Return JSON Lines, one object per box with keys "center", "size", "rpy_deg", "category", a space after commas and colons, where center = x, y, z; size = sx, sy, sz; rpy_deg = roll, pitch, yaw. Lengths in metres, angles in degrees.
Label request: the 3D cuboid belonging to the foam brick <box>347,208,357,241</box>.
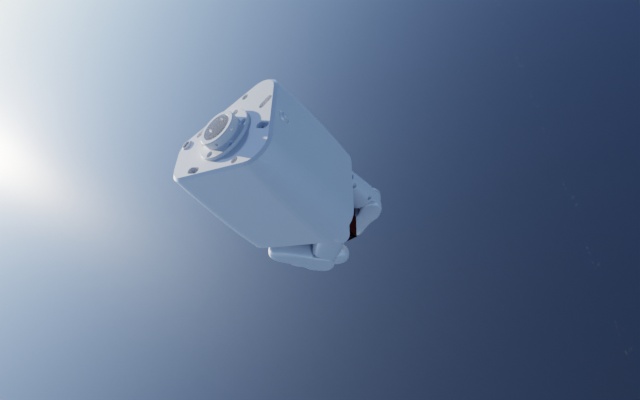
{"center": [0.000, 0.001, 0.467], "size": [0.053, 0.078, 0.051], "rpy_deg": [-24, -46, 26], "category": "foam brick"}
